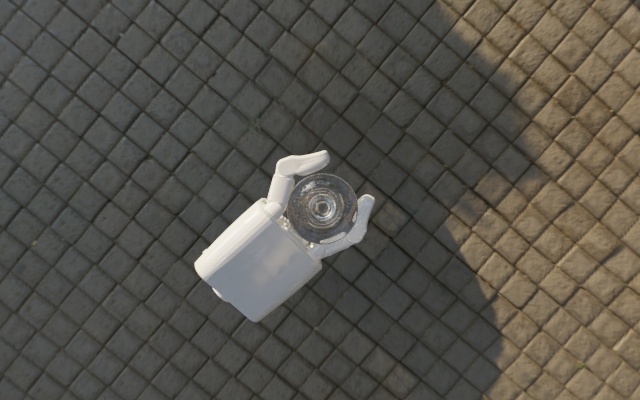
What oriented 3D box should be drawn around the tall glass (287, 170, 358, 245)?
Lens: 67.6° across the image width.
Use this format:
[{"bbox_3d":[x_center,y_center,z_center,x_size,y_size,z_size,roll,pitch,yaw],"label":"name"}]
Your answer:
[{"bbox_3d":[0.000,0.002,0.591,0.079,0.079,0.201,0,4,-1],"label":"tall glass"}]
